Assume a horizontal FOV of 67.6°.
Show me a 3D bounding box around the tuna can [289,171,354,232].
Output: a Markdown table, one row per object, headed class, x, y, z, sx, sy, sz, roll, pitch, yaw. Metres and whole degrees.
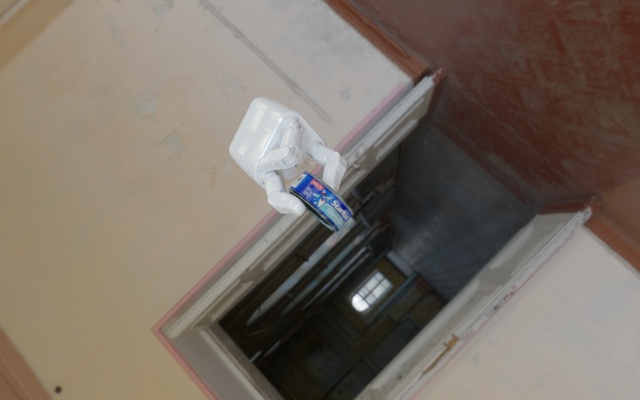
| class | x | y | z | sx | sy | sz | roll | pitch | yaw |
| --- | --- | --- | --- | --- | --- | --- | --- | --- | --- |
| tuna can | 0.000 | 0.002 | 0.619 | 0.086 | 0.034 | 0.086 | 41 | -7 | 6 |
